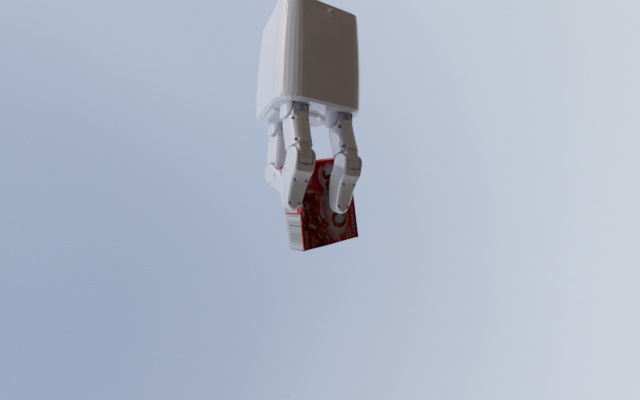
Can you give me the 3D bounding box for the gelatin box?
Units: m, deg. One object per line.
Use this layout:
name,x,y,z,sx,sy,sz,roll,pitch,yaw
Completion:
gelatin box,0.000,0.002,0.495,0.073,0.089,0.030,-11,8,-37
